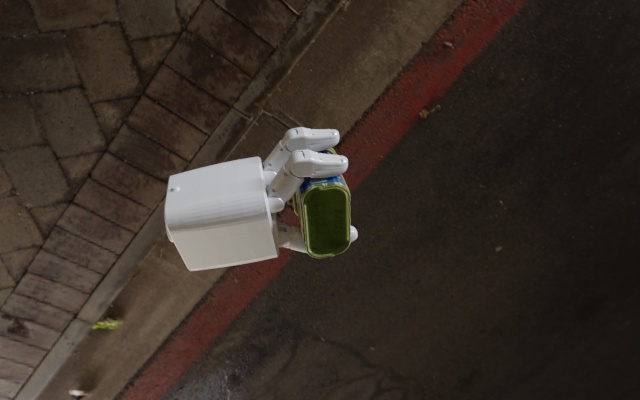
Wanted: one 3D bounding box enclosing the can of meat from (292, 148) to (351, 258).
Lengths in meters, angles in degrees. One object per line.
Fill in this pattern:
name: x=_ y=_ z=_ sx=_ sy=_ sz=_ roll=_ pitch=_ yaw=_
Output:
can of meat: x=0.000 y=0.002 z=0.541 sx=0.057 sy=0.102 sz=0.084 roll=-8 pitch=35 yaw=-6
